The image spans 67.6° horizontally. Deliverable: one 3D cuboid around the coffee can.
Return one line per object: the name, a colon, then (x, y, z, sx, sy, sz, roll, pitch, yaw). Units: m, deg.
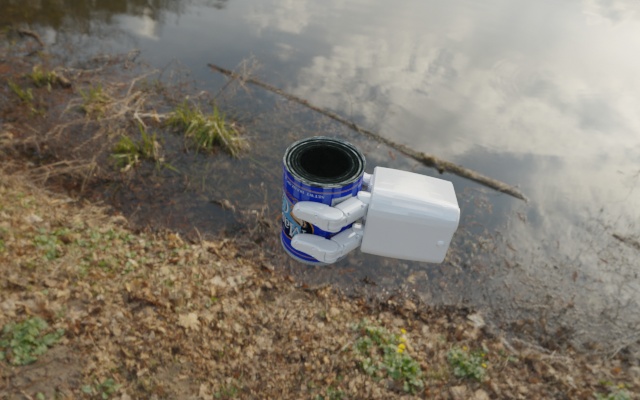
coffee can: (0.000, 0.002, 0.631, 0.103, 0.140, 0.102, 3, 42, -3)
